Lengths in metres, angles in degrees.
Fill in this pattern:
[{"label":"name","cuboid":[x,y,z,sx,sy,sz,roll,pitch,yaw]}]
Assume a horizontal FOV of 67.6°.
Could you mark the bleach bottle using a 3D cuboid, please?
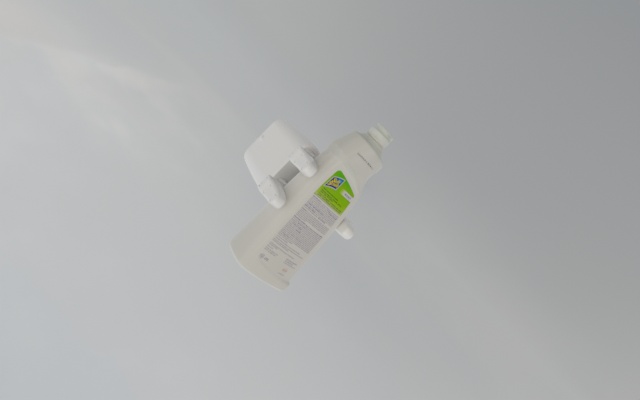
[{"label":"bleach bottle","cuboid":[0.000,0.002,0.631,0.103,0.251,0.068,41,7,-41]}]
